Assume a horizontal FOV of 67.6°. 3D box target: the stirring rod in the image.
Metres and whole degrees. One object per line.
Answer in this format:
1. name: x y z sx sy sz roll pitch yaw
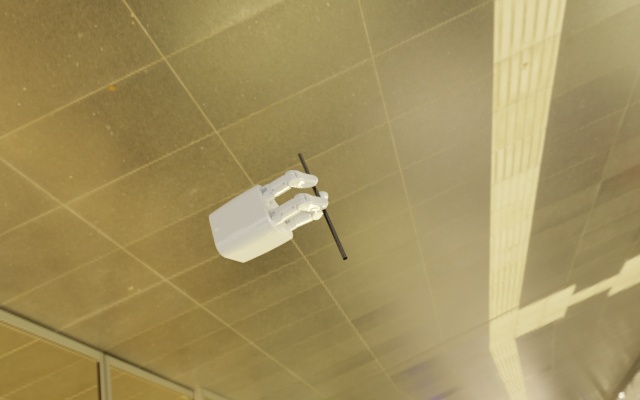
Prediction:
1. stirring rod: 0.000 0.003 0.820 0.011 0.239 0.011 -15 -37 -12
